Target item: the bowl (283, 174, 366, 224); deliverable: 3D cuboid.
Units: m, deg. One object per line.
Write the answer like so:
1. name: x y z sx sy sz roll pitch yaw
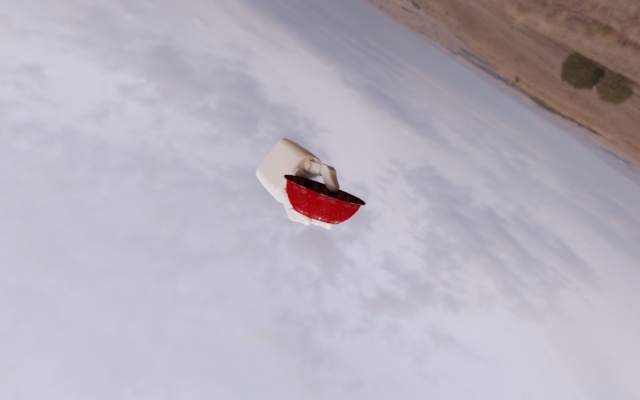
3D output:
1. bowl: 0.000 0.004 0.888 0.162 0.055 0.162 19 8 -3
